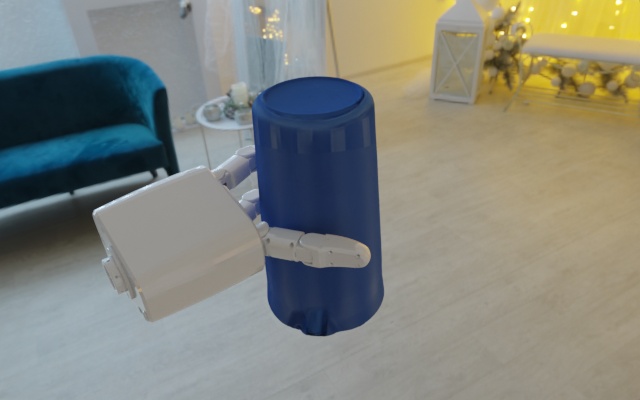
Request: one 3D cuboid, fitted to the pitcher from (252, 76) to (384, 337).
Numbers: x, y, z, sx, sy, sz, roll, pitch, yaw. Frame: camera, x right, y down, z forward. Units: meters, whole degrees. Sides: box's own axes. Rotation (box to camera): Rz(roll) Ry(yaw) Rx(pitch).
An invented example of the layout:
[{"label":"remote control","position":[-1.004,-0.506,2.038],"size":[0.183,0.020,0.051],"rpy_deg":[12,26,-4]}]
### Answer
[{"label":"pitcher","position":[0.000,0.002,0.489],"size":[0.145,0.243,0.149],"rpy_deg":[-25,40,-28]}]
